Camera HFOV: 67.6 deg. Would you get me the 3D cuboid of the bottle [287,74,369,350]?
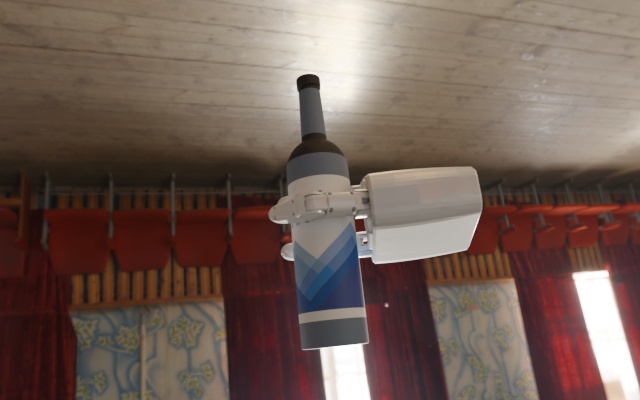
[{"bbox_3d":[0.000,0.002,0.506,0.069,0.295,0.069,-5,-16,-2],"label":"bottle"}]
